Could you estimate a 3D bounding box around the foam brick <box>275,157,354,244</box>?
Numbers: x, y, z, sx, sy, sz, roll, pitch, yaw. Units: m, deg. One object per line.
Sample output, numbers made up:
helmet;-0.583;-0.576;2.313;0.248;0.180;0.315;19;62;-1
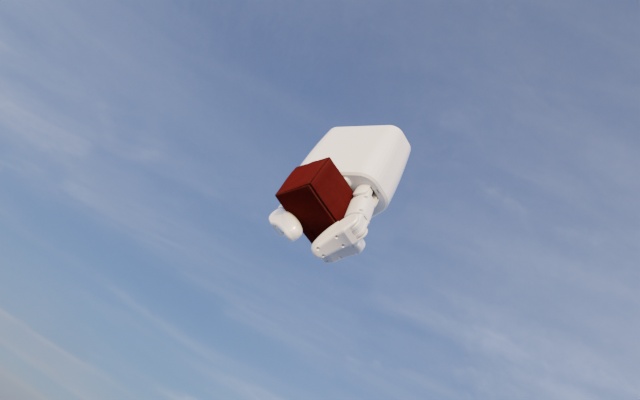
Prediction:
foam brick;0.000;0.002;0.515;0.053;0.078;0.051;-13;32;40
